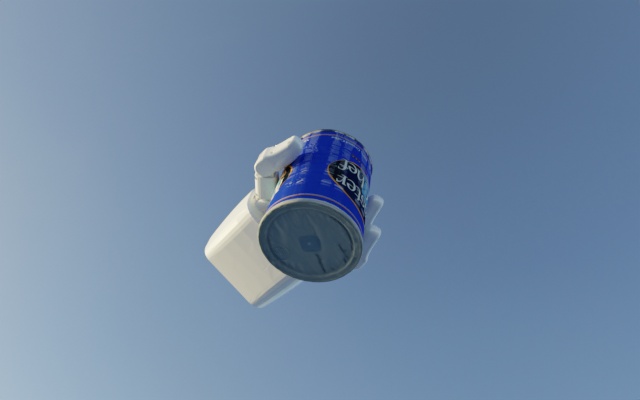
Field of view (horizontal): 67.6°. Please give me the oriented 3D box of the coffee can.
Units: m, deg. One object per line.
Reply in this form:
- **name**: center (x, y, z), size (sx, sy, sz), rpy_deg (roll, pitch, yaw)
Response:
- **coffee can**: center (0.000, 0.002, 0.512), size (0.103, 0.103, 0.140), rpy_deg (0, 36, 11)
